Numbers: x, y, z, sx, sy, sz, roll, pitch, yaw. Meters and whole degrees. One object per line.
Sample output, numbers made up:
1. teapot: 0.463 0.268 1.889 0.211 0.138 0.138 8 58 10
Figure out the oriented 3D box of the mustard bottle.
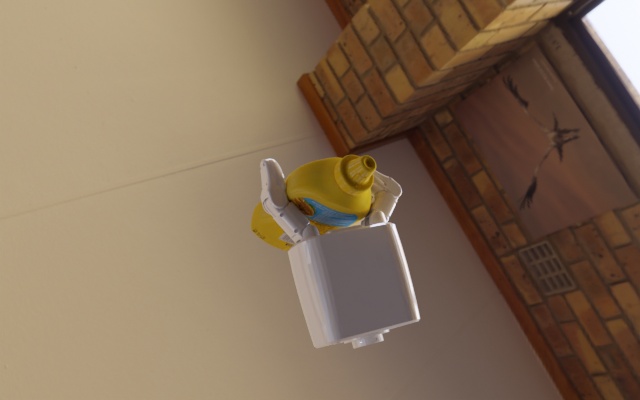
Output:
1. mustard bottle: 0.000 0.002 0.532 0.096 0.058 0.192 21 -32 -22
